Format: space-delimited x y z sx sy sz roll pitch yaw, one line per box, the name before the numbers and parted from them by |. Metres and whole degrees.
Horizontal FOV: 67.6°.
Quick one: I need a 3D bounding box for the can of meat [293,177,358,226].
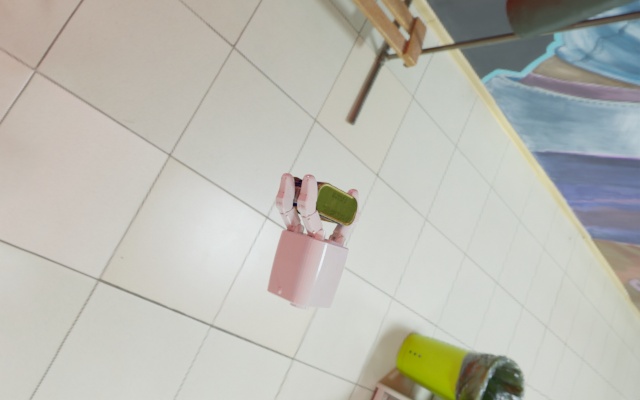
can of meat | 0.000 0.003 0.791 0.102 0.057 0.084 25 -10 -40
